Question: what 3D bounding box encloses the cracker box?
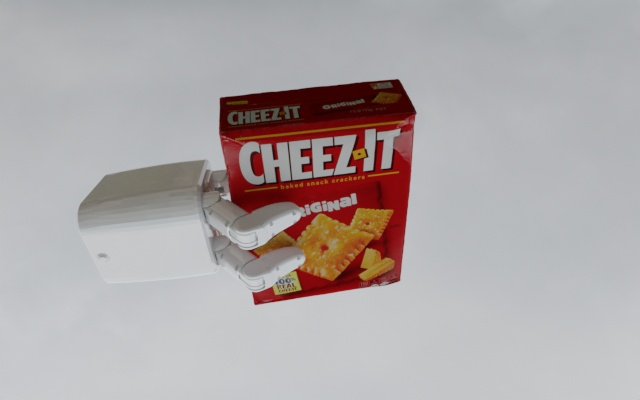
[{"bbox_3d":[0.000,0.002,0.466,0.164,0.214,0.072,-7,40,-5],"label":"cracker box"}]
